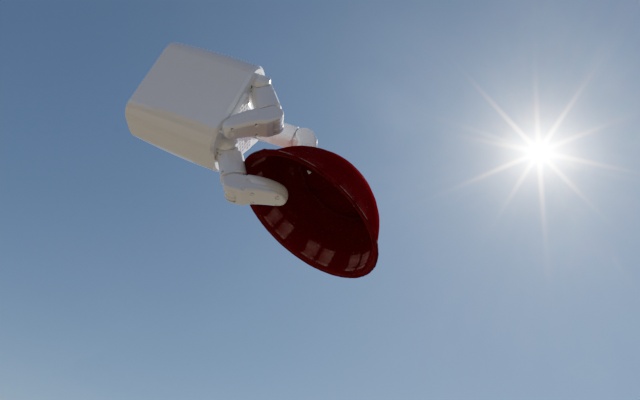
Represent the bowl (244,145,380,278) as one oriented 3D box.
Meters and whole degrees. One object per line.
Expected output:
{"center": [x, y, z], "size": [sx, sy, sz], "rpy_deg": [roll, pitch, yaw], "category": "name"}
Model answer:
{"center": [0.001, 0.002, 0.473], "size": [0.162, 0.162, 0.055], "rpy_deg": [0, 39, 48], "category": "bowl"}
